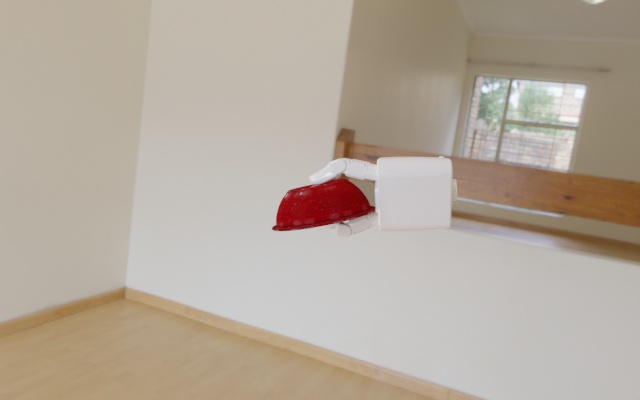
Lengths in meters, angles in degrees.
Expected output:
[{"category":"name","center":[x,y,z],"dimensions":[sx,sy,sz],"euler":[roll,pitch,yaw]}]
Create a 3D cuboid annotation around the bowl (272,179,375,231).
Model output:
[{"category":"bowl","center":[-0.001,0.002,0.726],"dimensions":[0.162,0.055,0.162],"euler":[-12,4,1]}]
